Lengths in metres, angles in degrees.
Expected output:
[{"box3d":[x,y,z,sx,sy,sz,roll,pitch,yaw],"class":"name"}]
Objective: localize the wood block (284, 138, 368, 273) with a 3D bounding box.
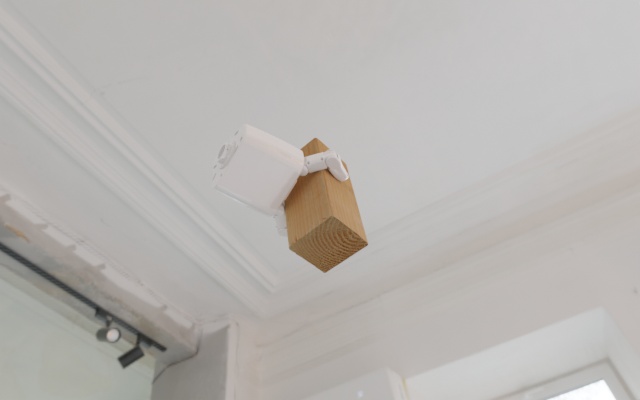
[{"box3d":[0.000,0.002,0.789,0.091,0.206,0.090,-36,-54,21],"class":"wood block"}]
